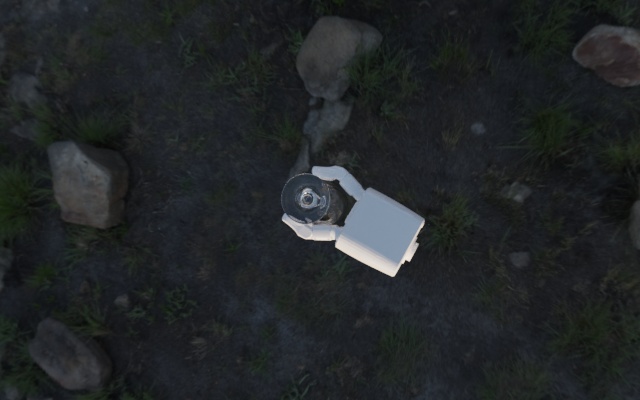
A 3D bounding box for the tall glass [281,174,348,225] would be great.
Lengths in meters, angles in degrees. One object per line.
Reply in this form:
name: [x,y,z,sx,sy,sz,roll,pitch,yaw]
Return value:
tall glass: [0.000,0.002,0.794,0.079,0.079,0.201,0,-3,13]
